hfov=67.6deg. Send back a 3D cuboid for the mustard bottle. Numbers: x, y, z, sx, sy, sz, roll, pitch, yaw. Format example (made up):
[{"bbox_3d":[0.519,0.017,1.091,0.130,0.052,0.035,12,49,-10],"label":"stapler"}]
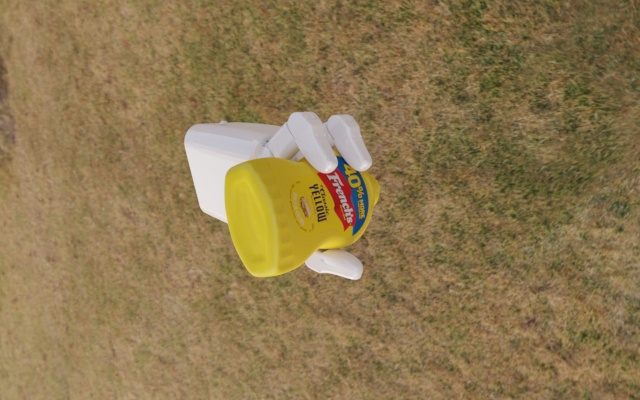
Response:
[{"bbox_3d":[0.000,0.002,0.454,0.058,0.096,0.191,-15,0,39],"label":"mustard bottle"}]
